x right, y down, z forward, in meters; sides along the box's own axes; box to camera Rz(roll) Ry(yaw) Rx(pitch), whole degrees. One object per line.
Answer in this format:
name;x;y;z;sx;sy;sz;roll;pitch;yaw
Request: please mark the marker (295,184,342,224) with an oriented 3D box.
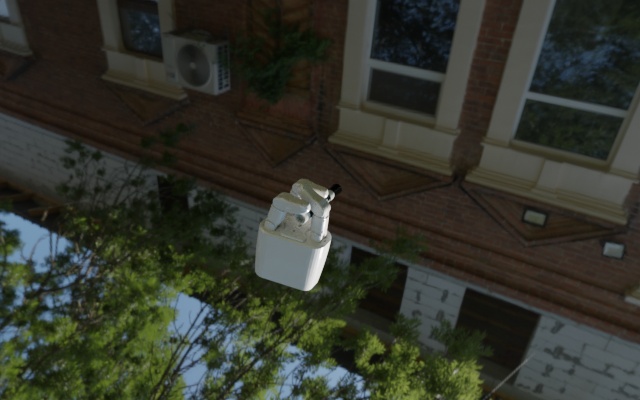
marker;0.000;0.002;0.773;0.020;0.020;0.121;0;25;35
